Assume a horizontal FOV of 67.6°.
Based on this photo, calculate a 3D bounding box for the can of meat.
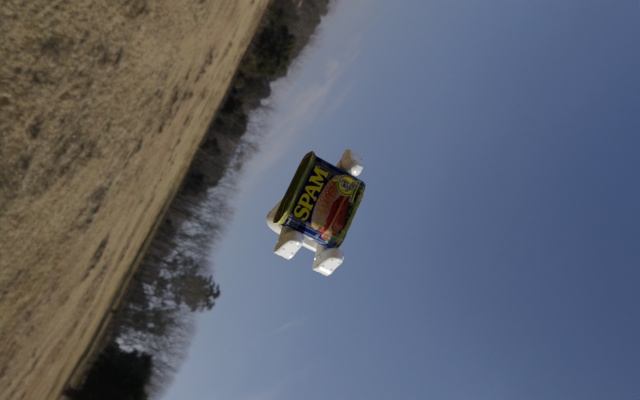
[{"bbox_3d":[0.000,0.002,0.611,0.084,0.102,0.057,28,-11,-14],"label":"can of meat"}]
